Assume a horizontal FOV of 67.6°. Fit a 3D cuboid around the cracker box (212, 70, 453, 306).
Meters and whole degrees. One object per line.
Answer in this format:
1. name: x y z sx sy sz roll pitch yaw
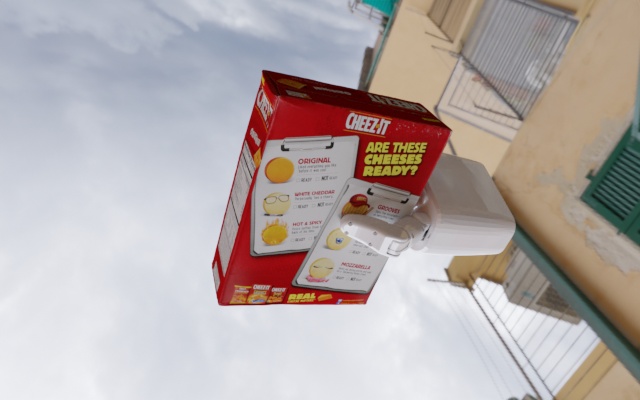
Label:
1. cracker box: 0.000 0.002 0.453 0.164 0.214 0.072 6 31 -25
